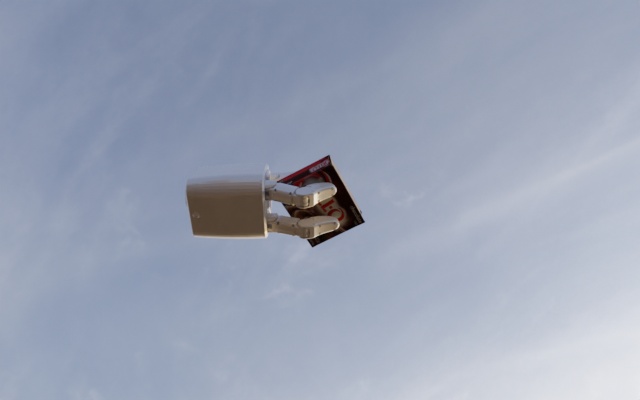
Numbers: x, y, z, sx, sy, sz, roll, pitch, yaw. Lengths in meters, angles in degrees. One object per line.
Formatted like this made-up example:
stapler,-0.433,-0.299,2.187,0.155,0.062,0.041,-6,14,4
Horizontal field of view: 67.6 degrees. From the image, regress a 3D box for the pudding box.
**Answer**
pudding box,0.000,0.002,0.691,0.090,0.113,0.039,-26,32,11
